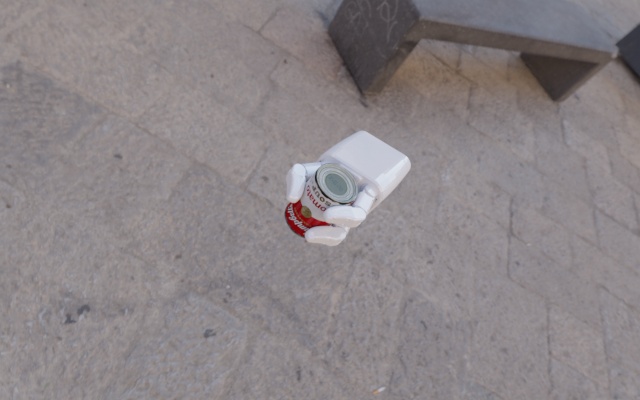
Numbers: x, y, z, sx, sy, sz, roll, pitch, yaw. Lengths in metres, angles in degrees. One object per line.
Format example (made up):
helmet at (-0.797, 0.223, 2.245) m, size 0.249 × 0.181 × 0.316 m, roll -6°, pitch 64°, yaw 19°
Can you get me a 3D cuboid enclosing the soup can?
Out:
soup can at (0.000, 0.002, 0.681) m, size 0.068 × 0.068 × 0.102 m, roll 0°, pitch -31°, yaw -33°
